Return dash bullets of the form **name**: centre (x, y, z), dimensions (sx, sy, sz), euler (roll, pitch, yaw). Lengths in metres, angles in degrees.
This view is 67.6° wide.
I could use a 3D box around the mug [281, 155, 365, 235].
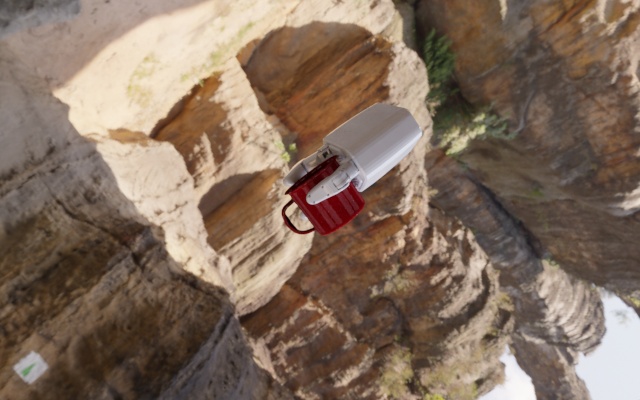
- **mug**: centre (-0.001, 0.003, 0.677), dimensions (0.117, 0.081, 0.093), euler (-38, 9, -7)
